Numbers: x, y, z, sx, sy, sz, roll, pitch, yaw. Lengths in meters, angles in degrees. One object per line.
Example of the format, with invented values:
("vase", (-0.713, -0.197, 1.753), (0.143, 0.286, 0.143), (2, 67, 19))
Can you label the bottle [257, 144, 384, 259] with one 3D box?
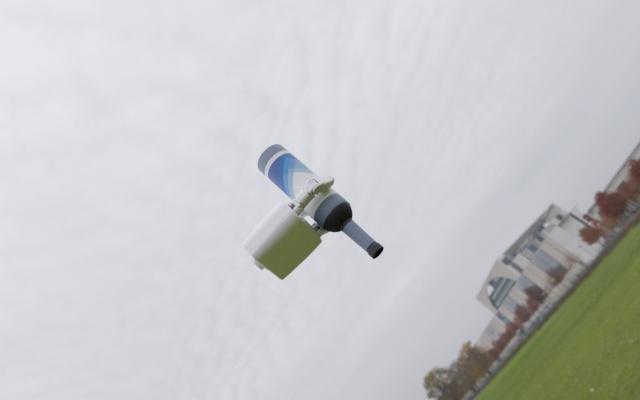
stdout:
("bottle", (0.000, 0.003, 0.876), (0.295, 0.069, 0.069), (41, 21, 27))
